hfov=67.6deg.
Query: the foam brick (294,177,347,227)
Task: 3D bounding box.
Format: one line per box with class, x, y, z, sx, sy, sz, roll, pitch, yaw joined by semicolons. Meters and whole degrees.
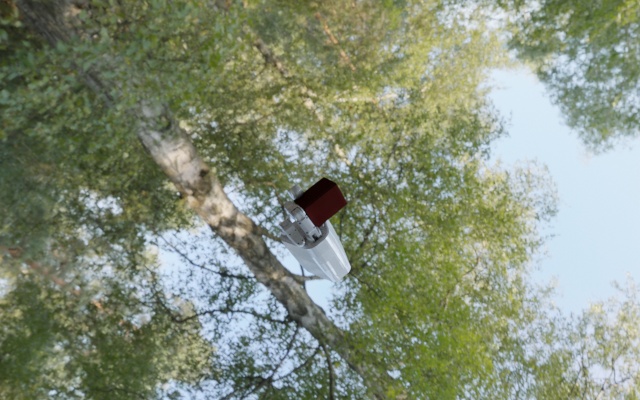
foam brick;0.000;0.003;0.893;0.078;0.051;0.053;-39;28;-9
